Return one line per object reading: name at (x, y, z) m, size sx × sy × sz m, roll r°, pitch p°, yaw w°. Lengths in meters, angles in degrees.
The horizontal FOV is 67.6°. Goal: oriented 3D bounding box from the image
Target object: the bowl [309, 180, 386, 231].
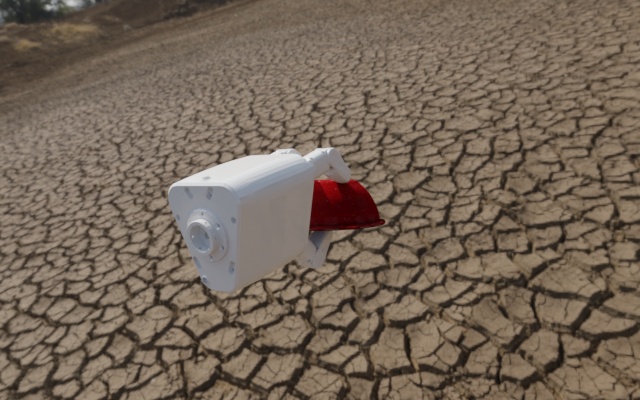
bowl at (0.001, 0.001, 0.596) m, size 0.162 × 0.055 × 0.162 m, roll -1°, pitch 3°, yaw 0°
